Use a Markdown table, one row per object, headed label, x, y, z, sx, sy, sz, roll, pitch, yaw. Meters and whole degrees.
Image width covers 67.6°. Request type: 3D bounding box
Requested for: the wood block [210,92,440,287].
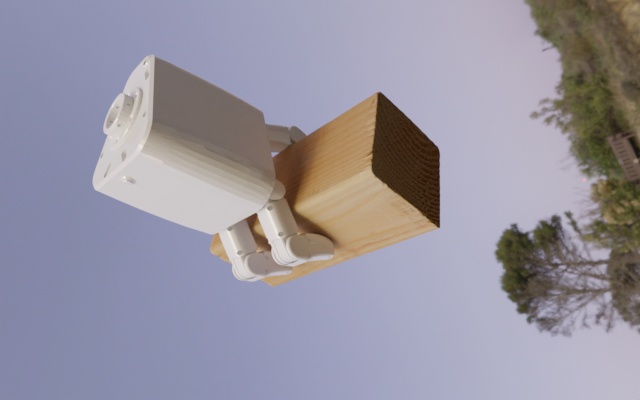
| label | x | y | z | sx | sy | sz | roll | pitch | yaw |
| --- | --- | --- | --- | --- | --- | --- | --- | --- | --- |
| wood block | 0.000 | 0.001 | 0.447 | 0.206 | 0.090 | 0.090 | -25 | -48 | 39 |
